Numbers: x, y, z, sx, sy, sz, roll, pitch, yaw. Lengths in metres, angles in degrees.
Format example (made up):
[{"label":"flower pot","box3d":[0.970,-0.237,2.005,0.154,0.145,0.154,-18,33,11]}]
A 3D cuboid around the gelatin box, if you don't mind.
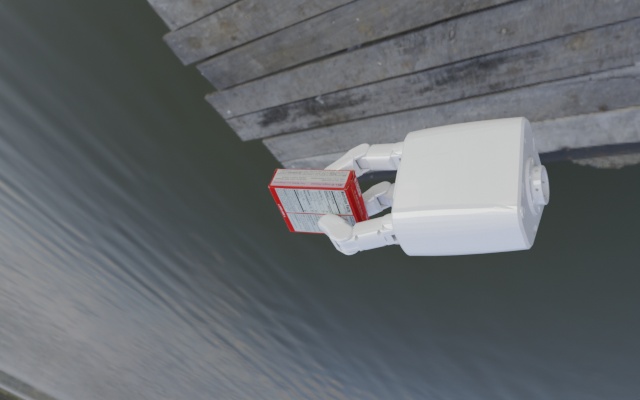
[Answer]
[{"label":"gelatin box","box3d":[0.000,0.002,0.497,0.089,0.030,0.073,2,-41,23]}]
